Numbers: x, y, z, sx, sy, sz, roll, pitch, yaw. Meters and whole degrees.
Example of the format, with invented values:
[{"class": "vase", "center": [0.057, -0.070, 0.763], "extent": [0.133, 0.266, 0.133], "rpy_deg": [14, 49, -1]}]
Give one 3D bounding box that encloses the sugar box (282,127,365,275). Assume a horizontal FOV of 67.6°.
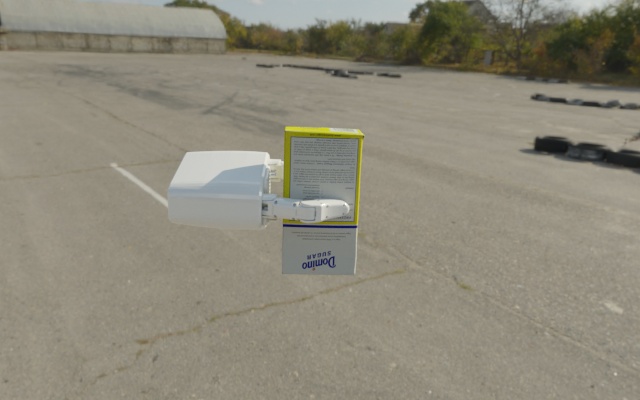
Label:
[{"class": "sugar box", "center": [0.000, 0.002, 0.580], "extent": [0.093, 0.176, 0.048], "rpy_deg": [2, 17, -3]}]
